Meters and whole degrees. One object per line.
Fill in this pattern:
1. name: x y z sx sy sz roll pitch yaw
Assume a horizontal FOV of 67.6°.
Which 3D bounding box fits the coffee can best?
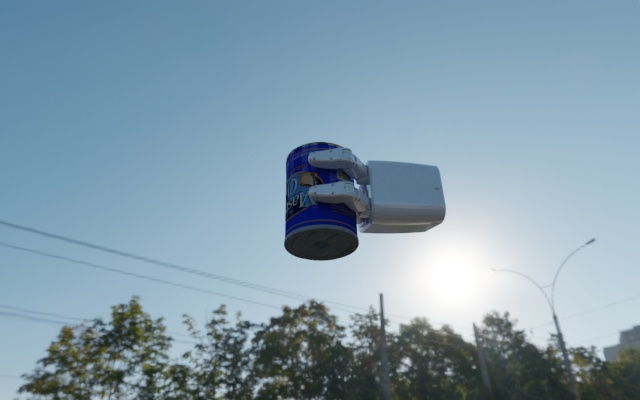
1. coffee can: 0.000 0.002 0.686 0.103 0.140 0.103 -1 -30 -1
